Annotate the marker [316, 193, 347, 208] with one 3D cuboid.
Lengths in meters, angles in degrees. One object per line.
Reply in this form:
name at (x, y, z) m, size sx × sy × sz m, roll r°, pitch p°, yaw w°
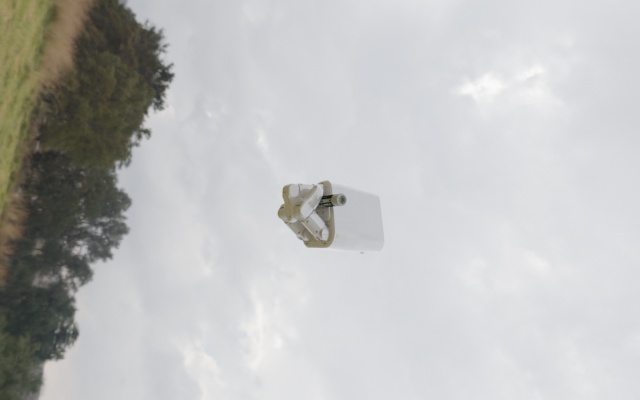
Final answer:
marker at (0.000, 0.002, 0.752) m, size 0.020 × 0.020 × 0.121 m, roll 0°, pitch -4°, yaw -32°
